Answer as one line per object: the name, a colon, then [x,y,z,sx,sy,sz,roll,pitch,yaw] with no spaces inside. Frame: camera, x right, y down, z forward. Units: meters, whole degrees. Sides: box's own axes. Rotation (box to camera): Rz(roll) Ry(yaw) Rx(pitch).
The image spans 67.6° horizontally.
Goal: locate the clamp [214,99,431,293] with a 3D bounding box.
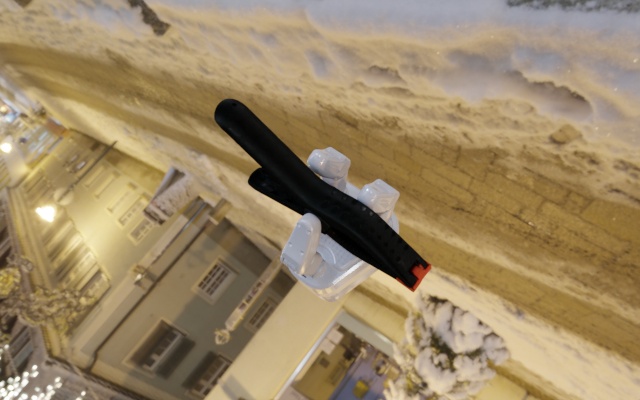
clamp: [0.000,0.002,0.407,0.210,0.036,0.165,34,-12,18]
